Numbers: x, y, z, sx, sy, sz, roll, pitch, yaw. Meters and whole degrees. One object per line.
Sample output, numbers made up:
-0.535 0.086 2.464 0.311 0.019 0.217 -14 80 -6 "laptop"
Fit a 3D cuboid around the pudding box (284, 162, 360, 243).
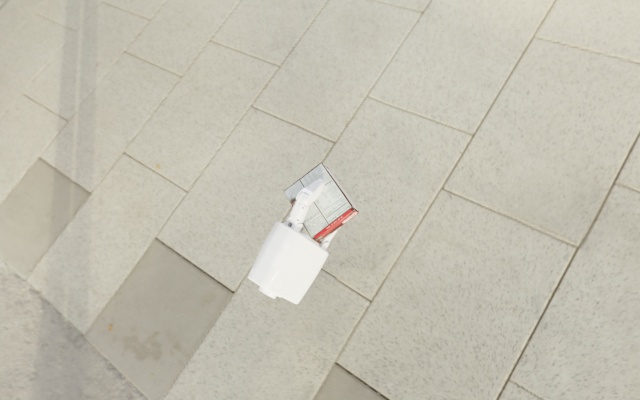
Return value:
0.000 0.003 0.829 0.090 0.113 0.039 -37 -27 7 "pudding box"
